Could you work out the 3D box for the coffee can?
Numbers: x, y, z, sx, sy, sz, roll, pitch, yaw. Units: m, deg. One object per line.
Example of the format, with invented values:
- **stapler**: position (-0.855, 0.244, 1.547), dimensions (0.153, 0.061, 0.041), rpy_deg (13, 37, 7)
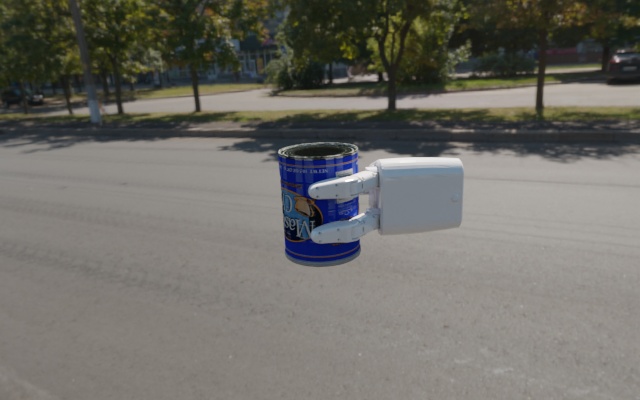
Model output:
- **coffee can**: position (0.000, 0.002, 0.624), dimensions (0.103, 0.140, 0.102), rpy_deg (-3, 16, 1)
